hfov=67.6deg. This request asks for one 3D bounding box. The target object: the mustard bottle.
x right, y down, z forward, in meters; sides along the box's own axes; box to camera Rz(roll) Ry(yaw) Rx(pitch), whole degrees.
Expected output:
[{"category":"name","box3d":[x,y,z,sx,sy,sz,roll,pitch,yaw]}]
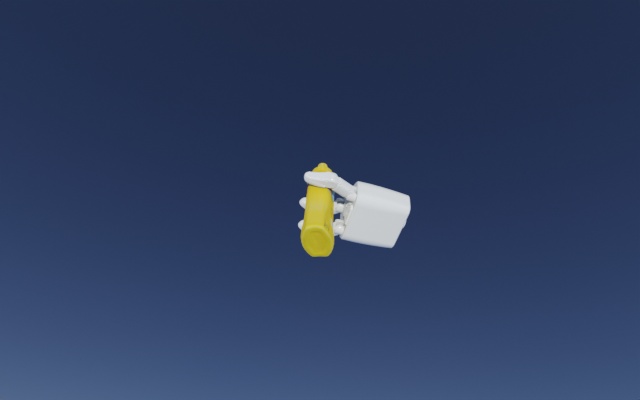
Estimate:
[{"category":"mustard bottle","box3d":[0.000,0.003,0.896,0.058,0.191,0.096,-3,-41,8]}]
